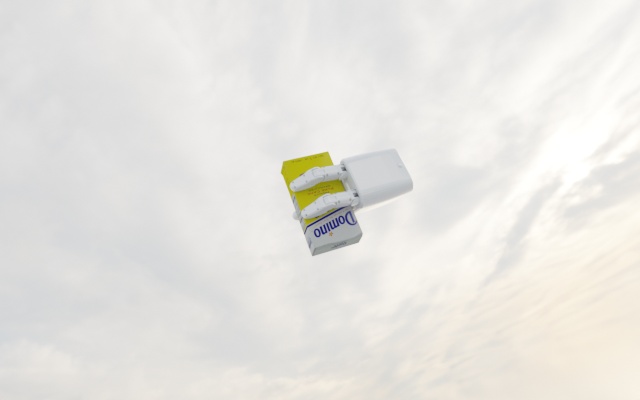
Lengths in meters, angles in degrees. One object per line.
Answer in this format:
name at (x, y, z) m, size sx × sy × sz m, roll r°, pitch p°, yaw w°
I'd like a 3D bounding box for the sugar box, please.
sugar box at (0.000, 0.002, 0.850) m, size 0.093 × 0.176 × 0.048 m, roll -15°, pitch -25°, yaw -17°
